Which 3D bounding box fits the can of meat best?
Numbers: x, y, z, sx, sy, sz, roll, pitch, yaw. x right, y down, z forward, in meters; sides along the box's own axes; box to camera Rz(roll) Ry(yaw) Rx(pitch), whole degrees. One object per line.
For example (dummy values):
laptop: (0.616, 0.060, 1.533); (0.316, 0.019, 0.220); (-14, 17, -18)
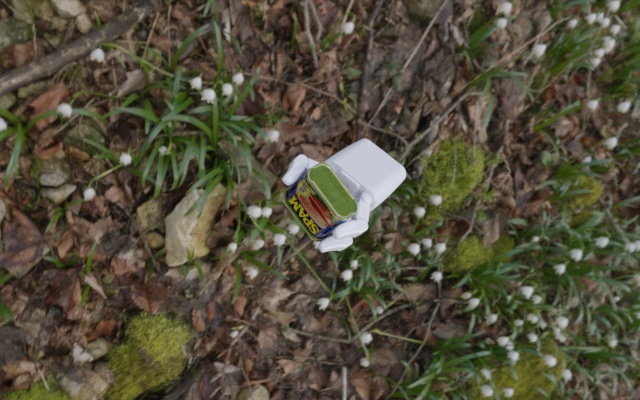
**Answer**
can of meat: (0.000, 0.002, 0.749); (0.057, 0.102, 0.084); (-34, -5, -41)
